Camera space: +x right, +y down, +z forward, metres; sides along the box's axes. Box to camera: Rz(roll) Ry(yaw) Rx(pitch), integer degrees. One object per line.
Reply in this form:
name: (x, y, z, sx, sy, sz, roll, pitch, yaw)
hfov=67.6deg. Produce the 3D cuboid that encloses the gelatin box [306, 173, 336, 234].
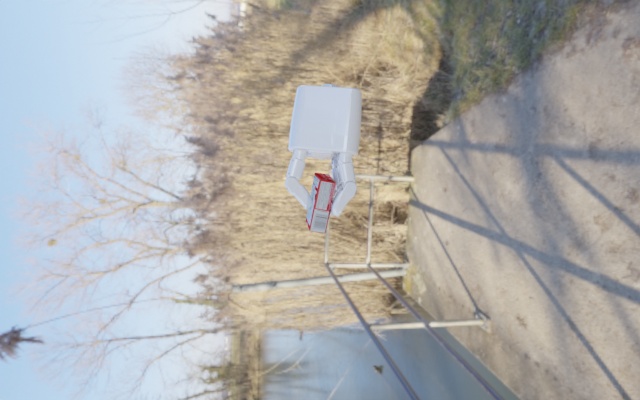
gelatin box: (0.000, 0.003, 0.791, 0.030, 0.089, 0.073, 10, 9, -9)
